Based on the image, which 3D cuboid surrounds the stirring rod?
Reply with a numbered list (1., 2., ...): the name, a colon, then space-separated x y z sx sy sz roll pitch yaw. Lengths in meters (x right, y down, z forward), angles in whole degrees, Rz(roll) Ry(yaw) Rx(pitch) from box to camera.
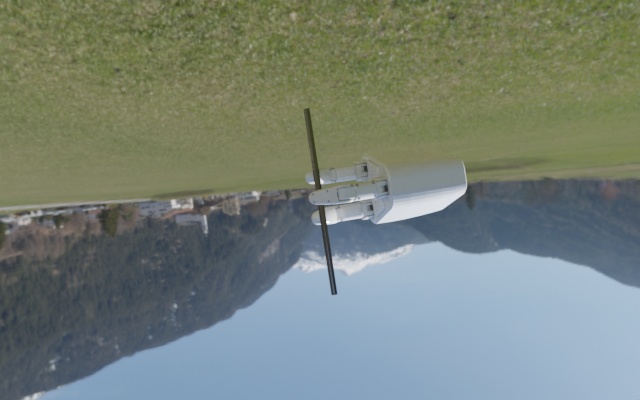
1. stirring rod: 0.000 0.002 0.612 0.011 0.239 0.011 -9 1 0
